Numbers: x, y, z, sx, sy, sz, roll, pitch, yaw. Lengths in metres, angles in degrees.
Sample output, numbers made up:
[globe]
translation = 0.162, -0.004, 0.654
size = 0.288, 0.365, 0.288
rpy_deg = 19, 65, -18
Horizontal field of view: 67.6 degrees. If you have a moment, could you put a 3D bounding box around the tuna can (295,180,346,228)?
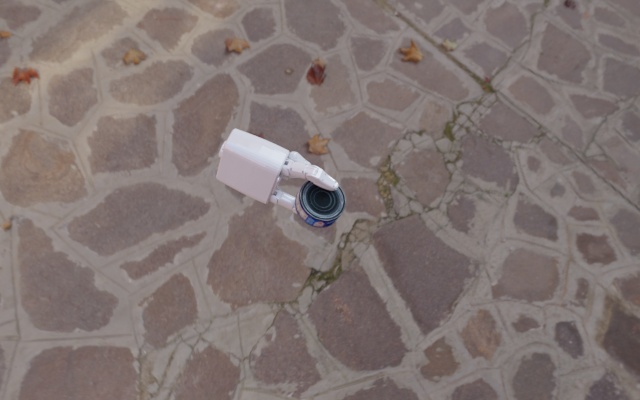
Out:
[tuna can]
translation = 0.000, 0.003, 0.839
size = 0.086, 0.086, 0.034
rpy_deg = 0, -23, -18
